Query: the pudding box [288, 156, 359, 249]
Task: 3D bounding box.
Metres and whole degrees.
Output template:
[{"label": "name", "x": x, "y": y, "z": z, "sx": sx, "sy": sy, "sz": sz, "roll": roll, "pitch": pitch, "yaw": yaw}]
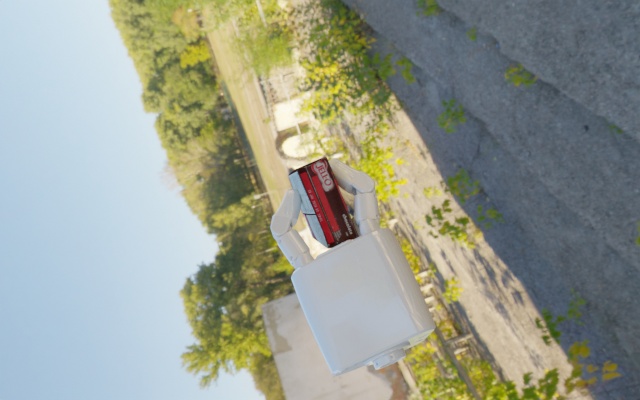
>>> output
[{"label": "pudding box", "x": 0.000, "y": 0.002, "z": 0.532, "sx": 0.039, "sy": 0.090, "sz": 0.113, "roll": -22, "pitch": 4, "yaw": -9}]
